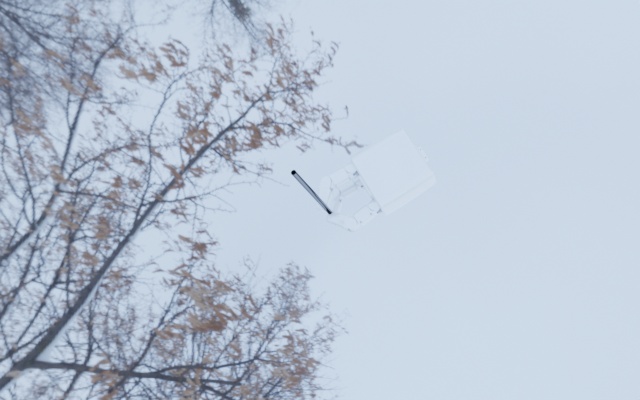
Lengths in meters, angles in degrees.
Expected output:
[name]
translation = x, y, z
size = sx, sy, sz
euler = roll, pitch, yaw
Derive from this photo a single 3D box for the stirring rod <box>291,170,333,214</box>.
[stirring rod]
translation = 0.000, 0.003, 0.788
size = 0.011, 0.011, 0.240
euler = 0, -21, 20
